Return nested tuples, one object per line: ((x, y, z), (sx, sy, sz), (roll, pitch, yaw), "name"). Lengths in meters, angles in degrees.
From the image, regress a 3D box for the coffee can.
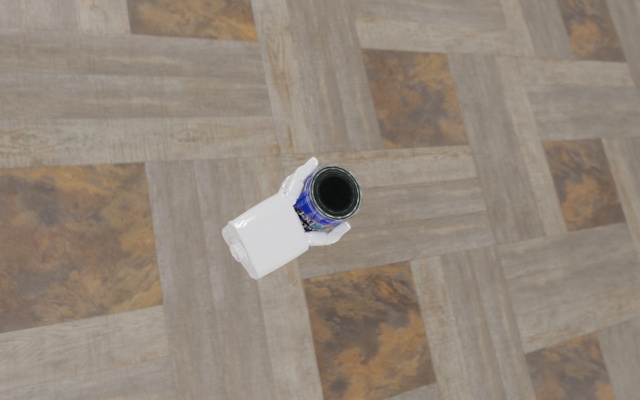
((0.000, 0.003, 0.889), (0.103, 0.102, 0.140), (0, -14, -24), "coffee can")
